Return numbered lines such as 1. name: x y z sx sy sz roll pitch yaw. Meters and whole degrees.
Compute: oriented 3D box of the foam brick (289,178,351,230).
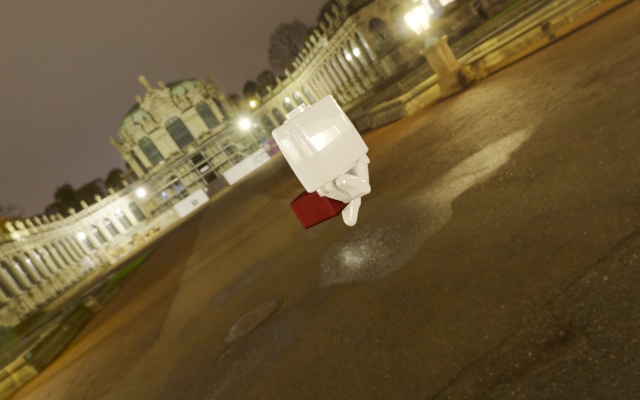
1. foam brick: 0.000 0.003 0.765 0.078 0.051 0.053 -27 13 40
